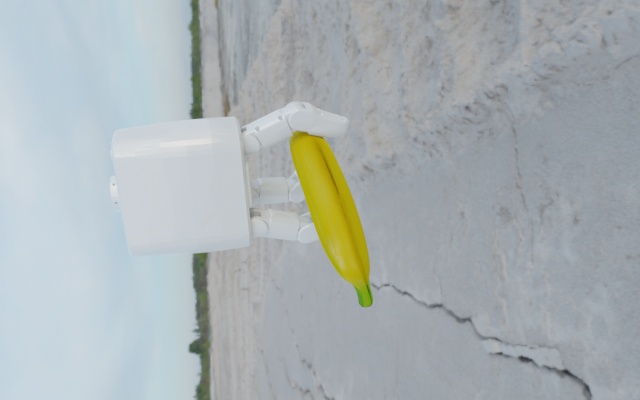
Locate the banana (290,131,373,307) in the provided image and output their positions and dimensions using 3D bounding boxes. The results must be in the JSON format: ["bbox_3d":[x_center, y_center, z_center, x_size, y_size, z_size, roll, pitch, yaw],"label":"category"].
[{"bbox_3d":[0.002,-0.006,0.418,0.037,0.197,0.070,-12,-32,-11],"label":"banana"}]
